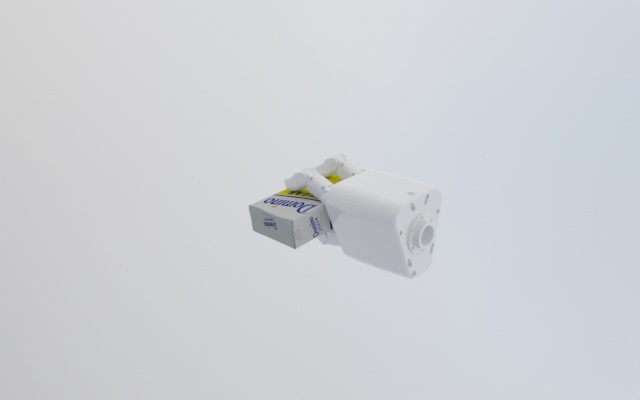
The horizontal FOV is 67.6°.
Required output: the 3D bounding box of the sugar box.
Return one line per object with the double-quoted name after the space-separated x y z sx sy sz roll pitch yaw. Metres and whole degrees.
0.000 0.002 0.654 0.176 0.048 0.093 -24 28 -38 "sugar box"
